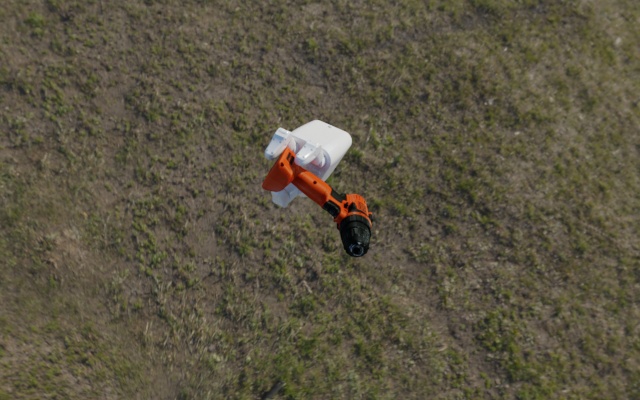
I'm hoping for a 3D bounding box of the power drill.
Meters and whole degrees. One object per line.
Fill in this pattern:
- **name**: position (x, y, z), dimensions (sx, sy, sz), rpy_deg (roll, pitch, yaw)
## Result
- **power drill**: position (0.000, 0.002, 0.759), dimensions (0.188, 0.057, 0.184), rpy_deg (36, 16, -11)
